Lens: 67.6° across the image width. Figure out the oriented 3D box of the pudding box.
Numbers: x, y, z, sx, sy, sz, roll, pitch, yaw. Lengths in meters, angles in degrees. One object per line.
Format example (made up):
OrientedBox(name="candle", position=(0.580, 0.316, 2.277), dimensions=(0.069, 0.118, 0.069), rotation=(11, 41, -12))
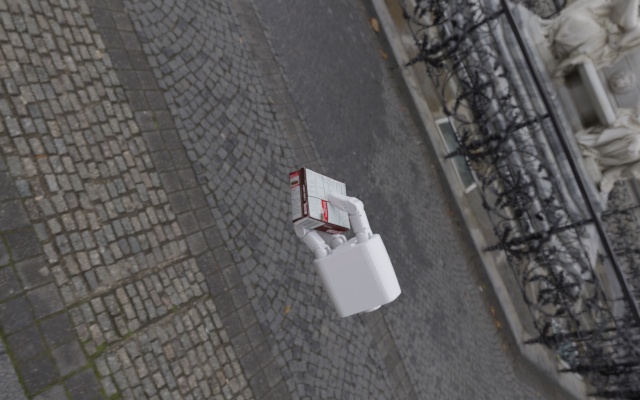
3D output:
OrientedBox(name="pudding box", position=(0.000, 0.003, 0.802), dimensions=(0.039, 0.090, 0.113), rotation=(-21, -26, 34))
